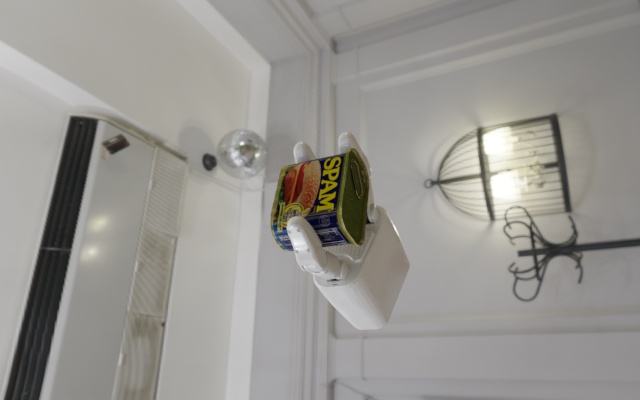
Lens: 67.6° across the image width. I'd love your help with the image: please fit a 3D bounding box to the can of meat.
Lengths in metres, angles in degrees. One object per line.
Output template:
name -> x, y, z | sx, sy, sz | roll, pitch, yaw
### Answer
can of meat -> 0.000, 0.002, 0.500 | 0.084, 0.102, 0.057 | -10, -40, 25
